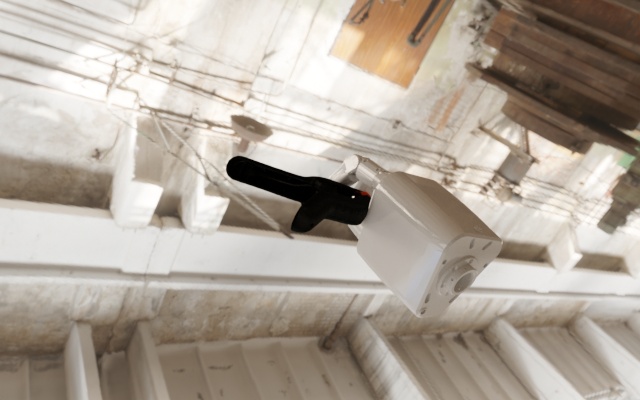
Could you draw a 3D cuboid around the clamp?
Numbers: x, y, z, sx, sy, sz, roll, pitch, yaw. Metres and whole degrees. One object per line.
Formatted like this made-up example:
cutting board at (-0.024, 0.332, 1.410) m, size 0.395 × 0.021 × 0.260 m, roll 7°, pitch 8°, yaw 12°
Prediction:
clamp at (0.000, 0.002, 0.481) m, size 0.171 × 0.039 × 0.120 m, roll 9°, pitch 28°, yaw -40°
